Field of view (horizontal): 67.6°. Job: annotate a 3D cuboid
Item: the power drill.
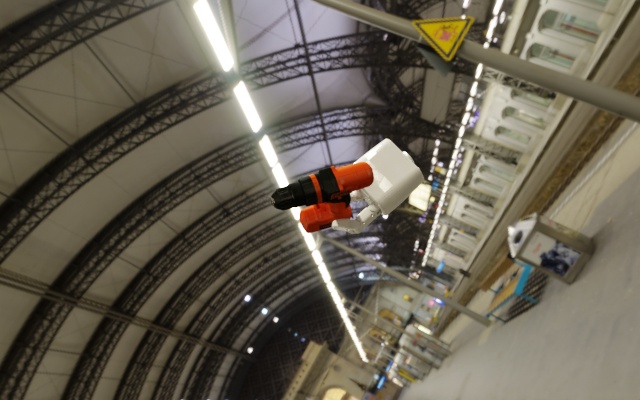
[{"bbox_3d":[0.000,0.003,0.885,0.184,0.057,0.188,-15,-19,-10],"label":"power drill"}]
